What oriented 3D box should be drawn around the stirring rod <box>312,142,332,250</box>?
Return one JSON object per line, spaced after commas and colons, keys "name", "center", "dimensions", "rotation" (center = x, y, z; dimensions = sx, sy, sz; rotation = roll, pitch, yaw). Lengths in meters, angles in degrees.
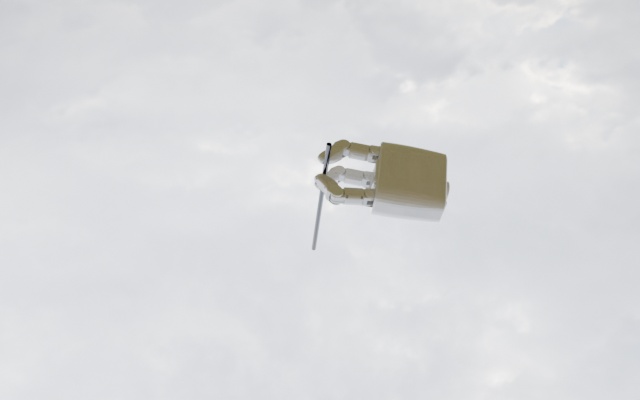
{"name": "stirring rod", "center": [0.000, 0.003, 0.778], "dimensions": [0.011, 0.011, 0.240], "rotation": [4, -45, -4]}
